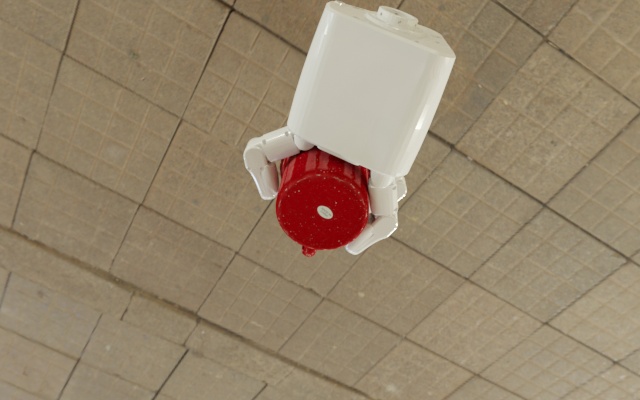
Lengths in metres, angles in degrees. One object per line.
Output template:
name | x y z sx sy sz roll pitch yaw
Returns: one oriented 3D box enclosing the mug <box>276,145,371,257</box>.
mug | 0.000 0.003 0.448 0.093 0.117 0.081 16 30 -5
